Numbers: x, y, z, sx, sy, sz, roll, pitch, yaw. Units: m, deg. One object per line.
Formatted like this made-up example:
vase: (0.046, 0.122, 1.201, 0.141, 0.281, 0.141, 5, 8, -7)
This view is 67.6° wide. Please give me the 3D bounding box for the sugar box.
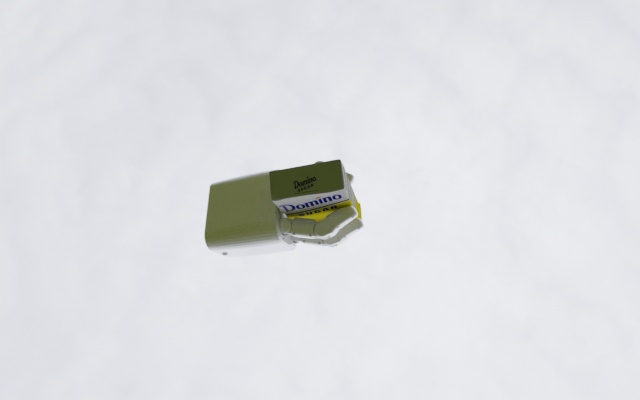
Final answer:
sugar box: (0.000, 0.003, 0.650, 0.093, 0.048, 0.176, -9, -17, 10)
